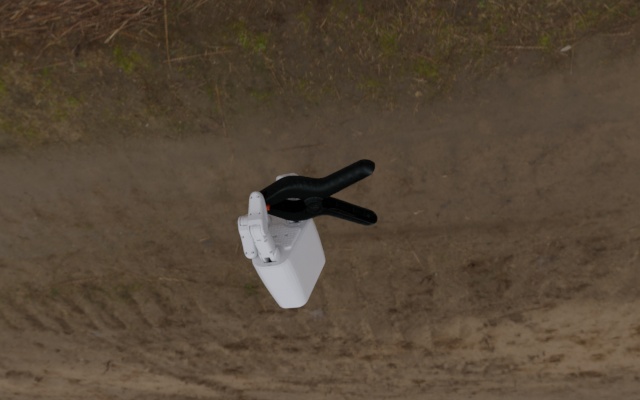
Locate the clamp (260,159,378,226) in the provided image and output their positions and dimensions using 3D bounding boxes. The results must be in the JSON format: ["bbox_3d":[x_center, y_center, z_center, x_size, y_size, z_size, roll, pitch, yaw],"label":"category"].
[{"bbox_3d":[0.000,0.003,0.659,0.171,0.120,0.039,-8,42,14],"label":"clamp"}]
